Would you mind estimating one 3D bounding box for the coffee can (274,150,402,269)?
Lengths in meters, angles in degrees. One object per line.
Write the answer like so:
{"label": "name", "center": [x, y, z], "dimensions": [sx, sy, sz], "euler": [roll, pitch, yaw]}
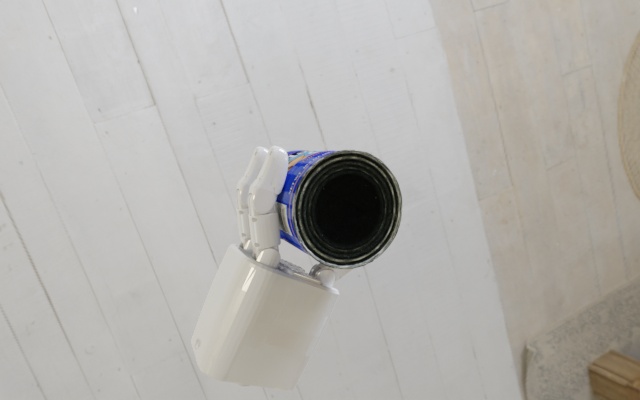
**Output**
{"label": "coffee can", "center": [0.000, 0.001, 0.467], "dimensions": [0.103, 0.103, 0.140], "euler": [0, 5, -21]}
